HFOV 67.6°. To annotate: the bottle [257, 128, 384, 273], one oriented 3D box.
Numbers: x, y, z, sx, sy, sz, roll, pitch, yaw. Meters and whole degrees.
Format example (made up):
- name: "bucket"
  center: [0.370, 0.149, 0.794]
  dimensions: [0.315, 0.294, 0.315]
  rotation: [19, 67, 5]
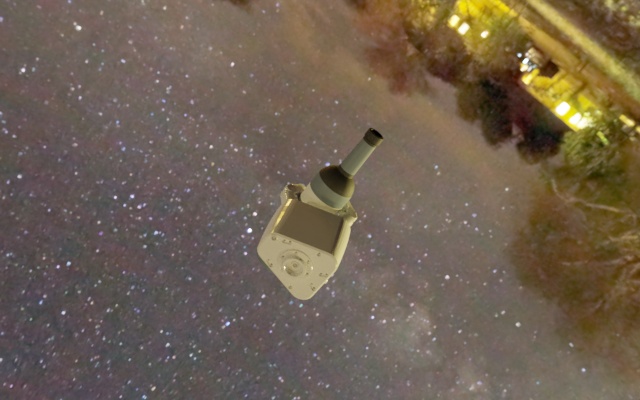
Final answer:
- name: "bottle"
  center: [0.000, 0.003, 0.776]
  dimensions: [0.069, 0.069, 0.296]
  rotation: [0, -44, -52]
